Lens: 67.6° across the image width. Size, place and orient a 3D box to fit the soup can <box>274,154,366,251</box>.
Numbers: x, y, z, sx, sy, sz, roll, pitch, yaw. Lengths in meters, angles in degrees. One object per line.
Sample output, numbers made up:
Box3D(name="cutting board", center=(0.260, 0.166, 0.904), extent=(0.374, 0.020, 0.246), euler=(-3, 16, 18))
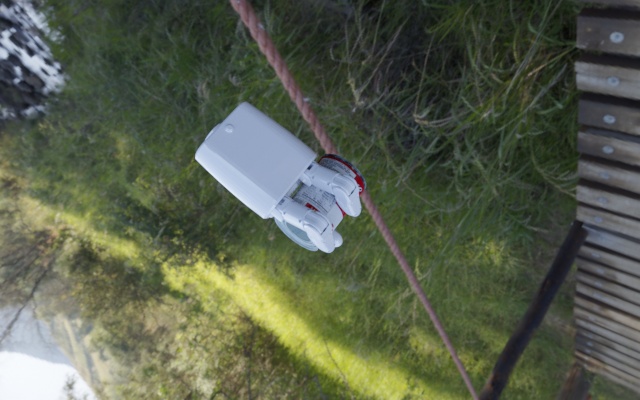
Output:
Box3D(name="soup can", center=(0.000, 0.002, 0.583), extent=(0.068, 0.102, 0.068), euler=(32, -22, 15))
